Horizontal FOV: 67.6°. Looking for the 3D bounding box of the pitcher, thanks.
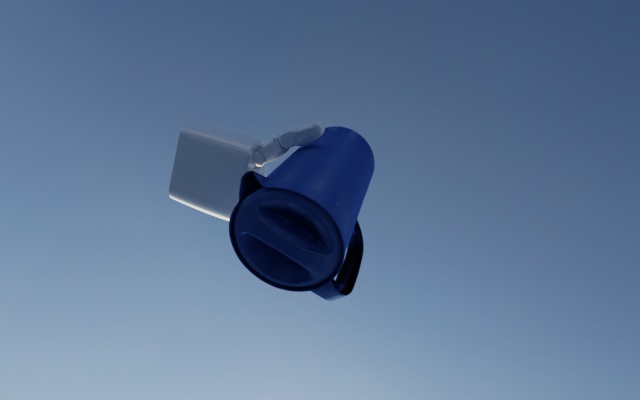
[{"bbox_3d":[0.000,0.002,0.612,0.145,0.149,0.242,16,31,11],"label":"pitcher"}]
